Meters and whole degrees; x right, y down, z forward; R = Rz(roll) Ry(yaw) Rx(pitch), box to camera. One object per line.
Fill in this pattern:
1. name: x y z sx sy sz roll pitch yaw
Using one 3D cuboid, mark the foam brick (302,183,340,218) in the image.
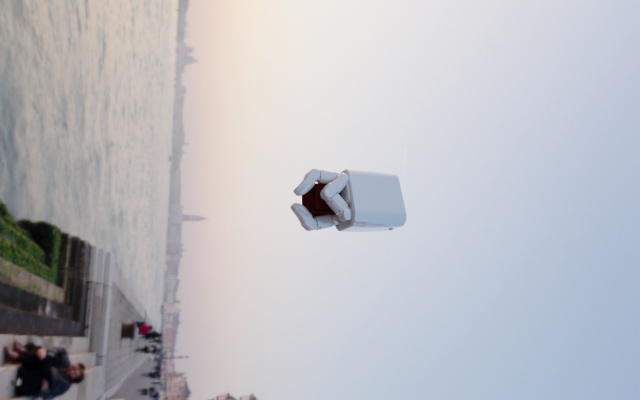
1. foam brick: 0.000 0.003 0.888 0.051 0.053 0.078 3 -12 -18
